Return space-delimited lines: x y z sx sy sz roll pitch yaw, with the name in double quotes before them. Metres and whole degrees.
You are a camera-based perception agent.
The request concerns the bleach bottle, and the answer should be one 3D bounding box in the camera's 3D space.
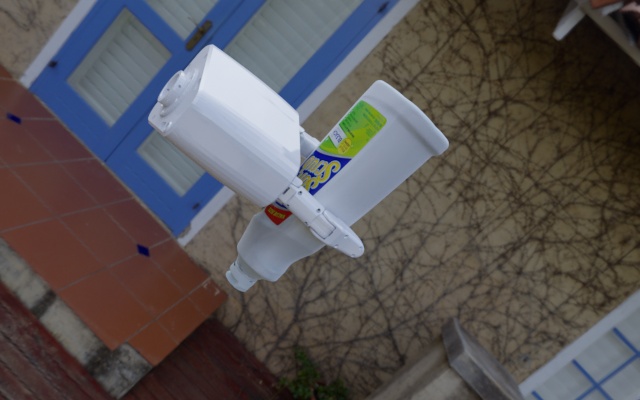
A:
"bleach bottle" 0.000 0.001 0.471 0.068 0.251 0.102 37 13 -32
